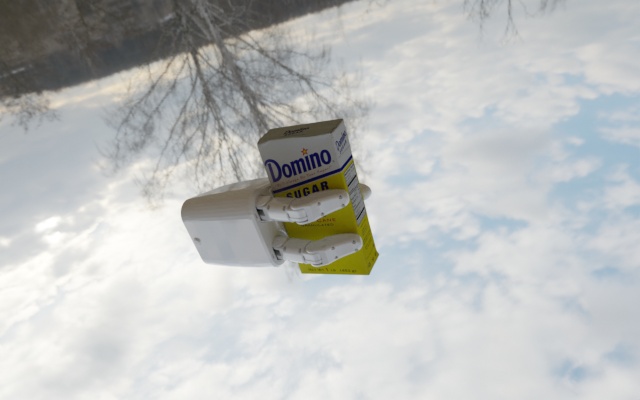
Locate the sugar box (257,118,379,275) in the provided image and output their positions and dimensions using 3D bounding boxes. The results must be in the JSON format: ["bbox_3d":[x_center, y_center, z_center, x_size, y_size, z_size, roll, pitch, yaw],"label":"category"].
[{"bbox_3d":[0.000,0.002,0.537,0.093,0.176,0.048,-4,30,27],"label":"sugar box"}]
